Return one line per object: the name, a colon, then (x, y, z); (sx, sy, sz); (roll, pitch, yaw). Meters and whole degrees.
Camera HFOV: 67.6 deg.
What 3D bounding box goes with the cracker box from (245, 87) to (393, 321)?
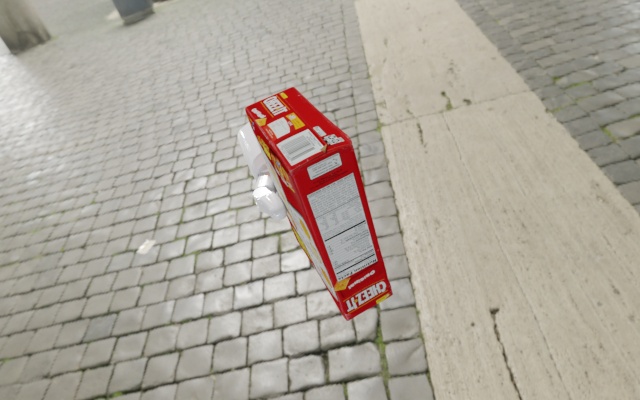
cracker box: (0.000, 0.002, 0.536); (0.072, 0.214, 0.164); (-26, 37, -9)
